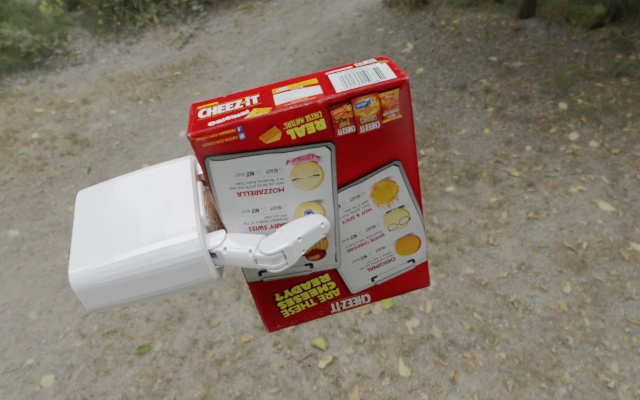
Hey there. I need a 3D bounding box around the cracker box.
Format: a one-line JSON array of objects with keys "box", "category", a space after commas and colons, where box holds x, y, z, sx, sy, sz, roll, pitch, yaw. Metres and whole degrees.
[{"box": [0.000, 0.001, 0.416, 0.164, 0.214, 0.072, -15, 35, -2], "category": "cracker box"}]
